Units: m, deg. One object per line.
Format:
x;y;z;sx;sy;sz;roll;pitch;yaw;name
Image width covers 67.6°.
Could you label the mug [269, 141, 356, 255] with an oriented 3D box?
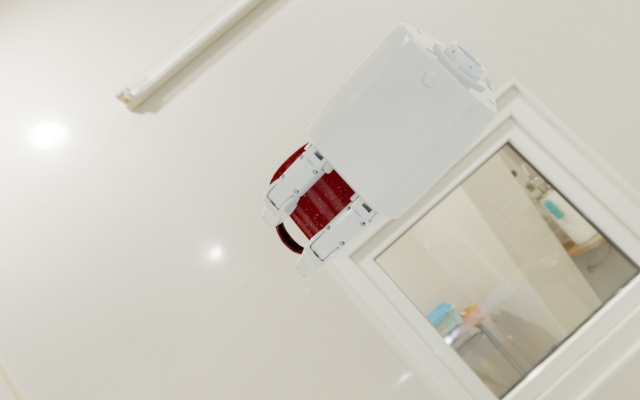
-0.001;0.002;0.448;0.117;0.081;0.093;-47;-13;29;mug
